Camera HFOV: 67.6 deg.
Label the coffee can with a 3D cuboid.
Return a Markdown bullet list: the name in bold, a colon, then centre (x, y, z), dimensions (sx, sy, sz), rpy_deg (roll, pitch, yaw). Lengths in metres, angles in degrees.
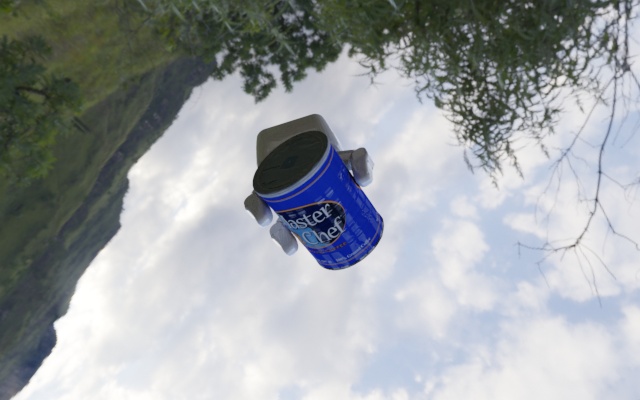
- **coffee can**: centre (0.000, 0.002, 0.576), dimensions (0.103, 0.102, 0.140), rpy_deg (0, -42, 44)
